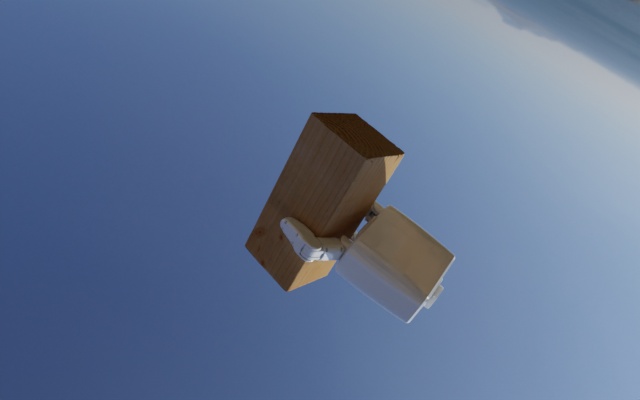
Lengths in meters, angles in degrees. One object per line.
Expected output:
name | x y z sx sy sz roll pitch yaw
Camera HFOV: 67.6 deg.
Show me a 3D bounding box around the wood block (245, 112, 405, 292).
wood block | 0.000 0.002 0.591 0.090 0.206 0.091 44 31 24
